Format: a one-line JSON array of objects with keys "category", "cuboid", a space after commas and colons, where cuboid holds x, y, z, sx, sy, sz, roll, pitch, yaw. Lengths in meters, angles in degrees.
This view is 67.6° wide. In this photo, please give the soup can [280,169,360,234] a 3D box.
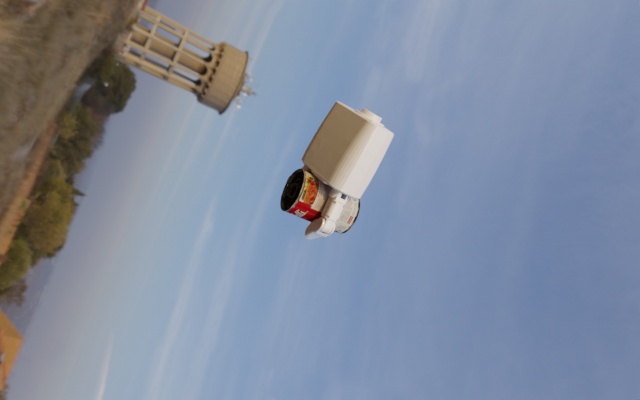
[{"category": "soup can", "cuboid": [0.000, 0.003, 0.719, 0.102, 0.068, 0.068, 24, -11, -25]}]
